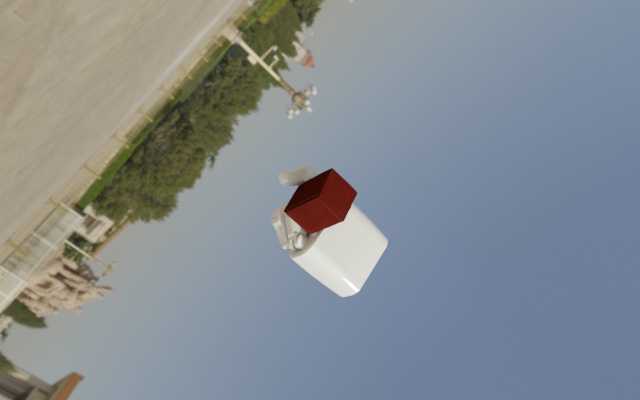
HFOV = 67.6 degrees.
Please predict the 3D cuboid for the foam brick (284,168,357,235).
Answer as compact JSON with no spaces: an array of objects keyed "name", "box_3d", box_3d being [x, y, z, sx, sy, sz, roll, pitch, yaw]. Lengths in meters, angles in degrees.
[{"name":"foam brick","box_3d":[0.000,0.002,0.632,0.051,0.053,0.078,43,-38,-19]}]
